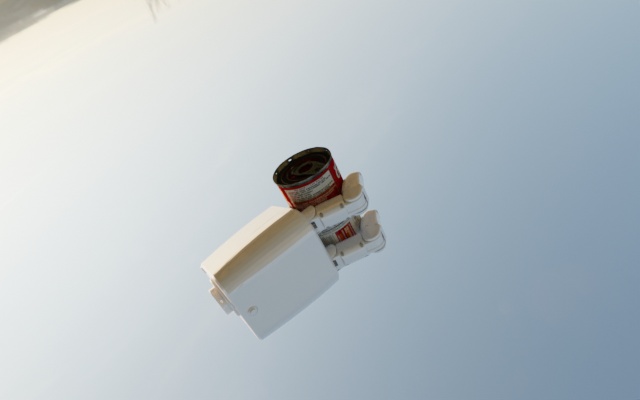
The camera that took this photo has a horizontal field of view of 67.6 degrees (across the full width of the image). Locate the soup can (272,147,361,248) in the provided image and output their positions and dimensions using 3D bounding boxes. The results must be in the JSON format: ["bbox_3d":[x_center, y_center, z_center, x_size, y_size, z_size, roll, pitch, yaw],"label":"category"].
[{"bbox_3d":[0.001,0.002,0.527,0.068,0.102,0.068,-20,31,13],"label":"soup can"}]
